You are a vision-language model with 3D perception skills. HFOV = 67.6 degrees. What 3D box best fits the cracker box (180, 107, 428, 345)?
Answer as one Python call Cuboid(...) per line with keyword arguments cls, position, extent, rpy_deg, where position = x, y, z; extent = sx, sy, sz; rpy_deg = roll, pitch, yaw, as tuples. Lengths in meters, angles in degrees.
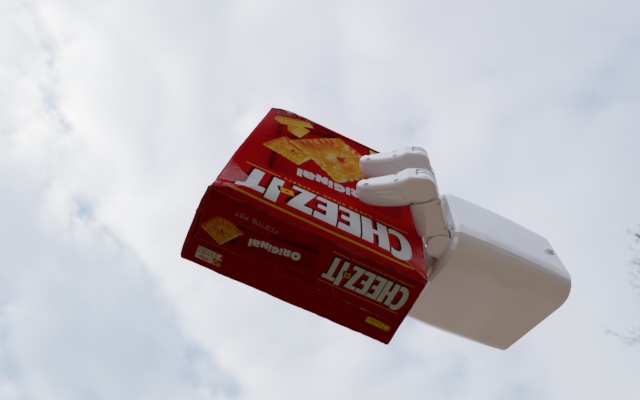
Cuboid(cls="cracker box", position=(0.000, 0.001, 0.418), extent=(0.164, 0.072, 0.213), rpy_deg=(24, 25, -4))
